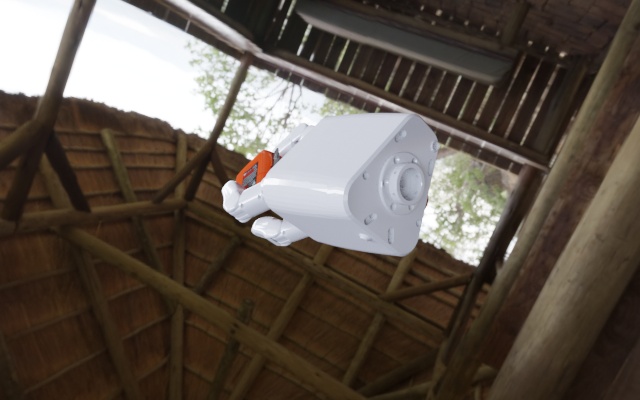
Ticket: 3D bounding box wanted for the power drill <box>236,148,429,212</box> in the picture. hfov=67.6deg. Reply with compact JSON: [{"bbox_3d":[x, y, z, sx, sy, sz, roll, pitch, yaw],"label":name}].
[{"bbox_3d":[0.000,0.002,0.546,0.187,0.057,0.184,9,-18,-23],"label":"power drill"}]
